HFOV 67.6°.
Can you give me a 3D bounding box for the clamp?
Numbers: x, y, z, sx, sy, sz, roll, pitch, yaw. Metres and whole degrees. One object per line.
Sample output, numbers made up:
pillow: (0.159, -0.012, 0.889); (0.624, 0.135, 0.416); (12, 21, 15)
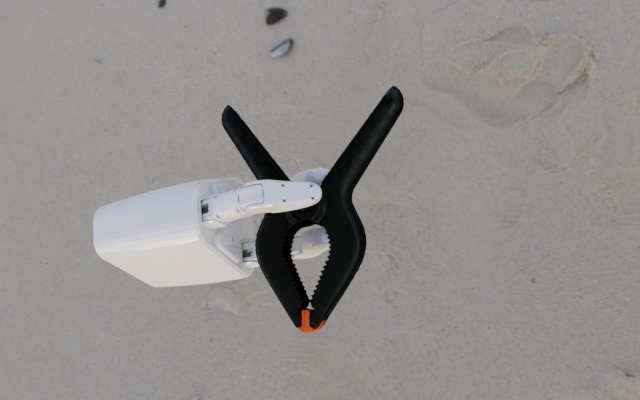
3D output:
clamp: (0.000, 0.002, 0.401); (0.164, 0.210, 0.036); (-11, -14, 14)
